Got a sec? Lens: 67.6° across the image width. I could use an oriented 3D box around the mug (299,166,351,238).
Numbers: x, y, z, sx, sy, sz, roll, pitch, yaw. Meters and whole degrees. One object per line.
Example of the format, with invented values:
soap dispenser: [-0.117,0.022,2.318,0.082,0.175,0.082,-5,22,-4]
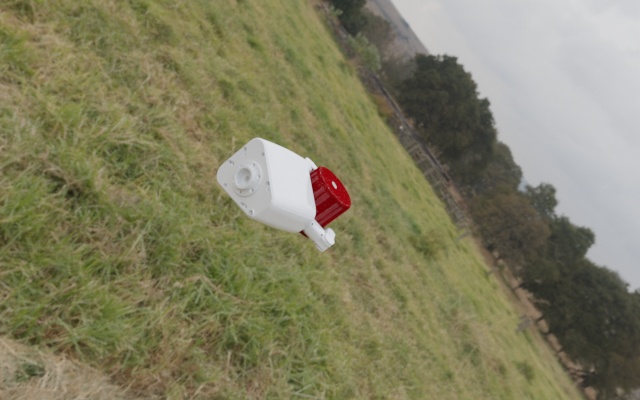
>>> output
mug: [0.001,0.003,0.767,0.081,0.093,0.117,-37,-27,18]
